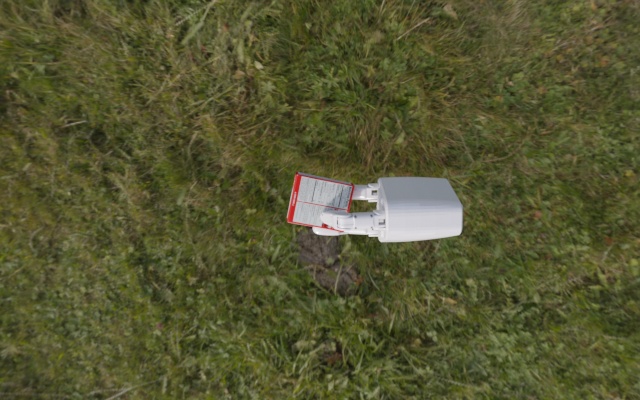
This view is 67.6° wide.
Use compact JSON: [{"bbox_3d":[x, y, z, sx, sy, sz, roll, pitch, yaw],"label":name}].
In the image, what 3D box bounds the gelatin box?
[{"bbox_3d":[0.000,0.002,0.708,0.089,0.073,0.030,10,10,-6],"label":"gelatin box"}]
